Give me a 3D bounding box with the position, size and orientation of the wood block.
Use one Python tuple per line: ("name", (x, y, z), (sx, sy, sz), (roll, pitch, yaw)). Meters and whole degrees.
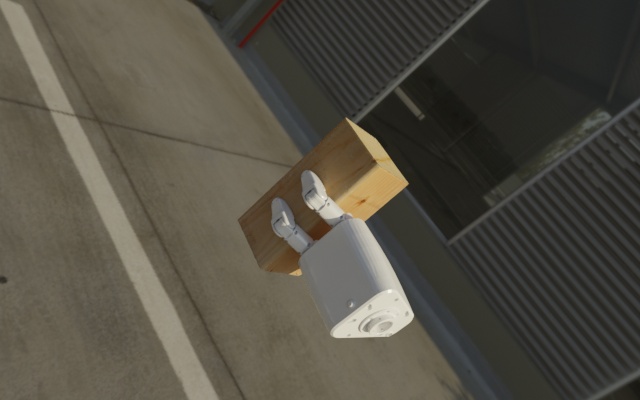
("wood block", (0.001, 0.002, 0.642), (0.206, 0.090, 0.091), (-41, -31, 18))
